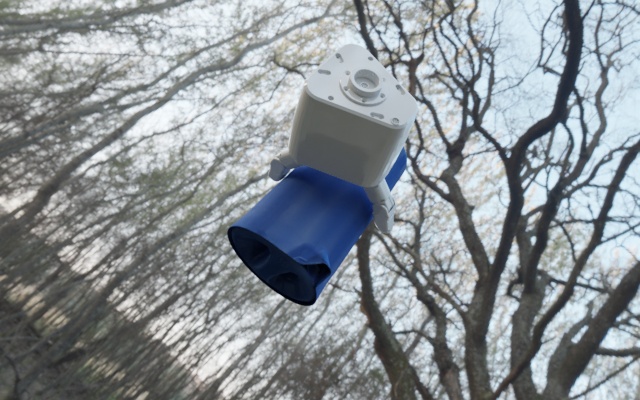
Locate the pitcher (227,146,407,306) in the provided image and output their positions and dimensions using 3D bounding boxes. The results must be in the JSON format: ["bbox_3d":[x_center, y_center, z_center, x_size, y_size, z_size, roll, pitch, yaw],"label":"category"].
[{"bbox_3d":[0.000,0.002,0.618,0.149,0.242,0.145,35,-29,11],"label":"pitcher"}]
